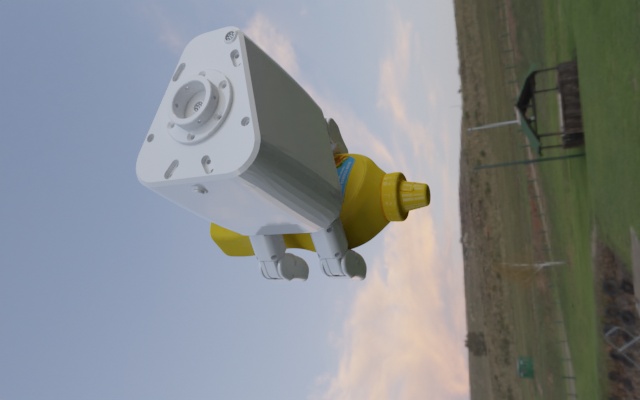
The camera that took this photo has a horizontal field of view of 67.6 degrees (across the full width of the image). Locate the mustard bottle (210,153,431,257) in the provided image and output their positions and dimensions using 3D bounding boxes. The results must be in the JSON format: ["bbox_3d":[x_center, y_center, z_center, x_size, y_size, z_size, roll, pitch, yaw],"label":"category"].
[{"bbox_3d":[0.000,0.002,0.422,0.191,0.096,0.058,-5,-45,26],"label":"mustard bottle"}]
